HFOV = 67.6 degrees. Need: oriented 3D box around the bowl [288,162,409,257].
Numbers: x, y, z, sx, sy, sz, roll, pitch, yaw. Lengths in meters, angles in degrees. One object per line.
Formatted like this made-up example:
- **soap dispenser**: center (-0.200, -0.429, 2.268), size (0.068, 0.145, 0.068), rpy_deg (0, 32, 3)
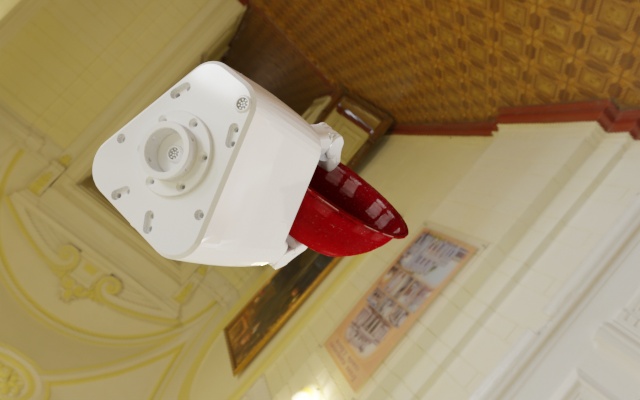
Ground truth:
- **bowl**: center (0.001, 0.002, 0.441), size (0.162, 0.055, 0.162), rpy_deg (32, 16, -11)
